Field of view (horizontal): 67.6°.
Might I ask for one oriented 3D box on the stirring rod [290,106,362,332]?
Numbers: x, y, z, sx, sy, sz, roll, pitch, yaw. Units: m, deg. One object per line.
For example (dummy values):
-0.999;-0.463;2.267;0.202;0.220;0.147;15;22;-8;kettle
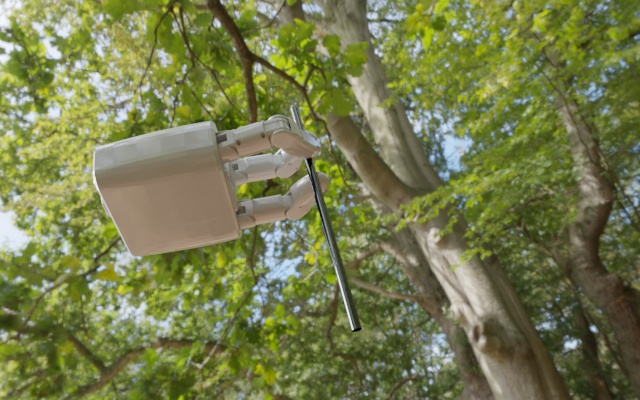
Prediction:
0.000;0.001;0.426;0.011;0.239;0.011;-11;-34;-7;stirring rod
